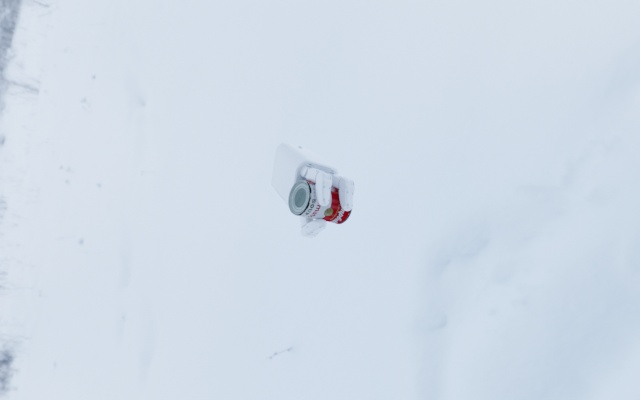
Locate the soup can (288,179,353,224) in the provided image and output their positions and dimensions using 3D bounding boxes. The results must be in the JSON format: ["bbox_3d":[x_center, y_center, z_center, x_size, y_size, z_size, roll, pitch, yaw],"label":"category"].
[{"bbox_3d":[0.000,0.003,0.884,0.102,0.068,0.068,13,-8,-37],"label":"soup can"}]
